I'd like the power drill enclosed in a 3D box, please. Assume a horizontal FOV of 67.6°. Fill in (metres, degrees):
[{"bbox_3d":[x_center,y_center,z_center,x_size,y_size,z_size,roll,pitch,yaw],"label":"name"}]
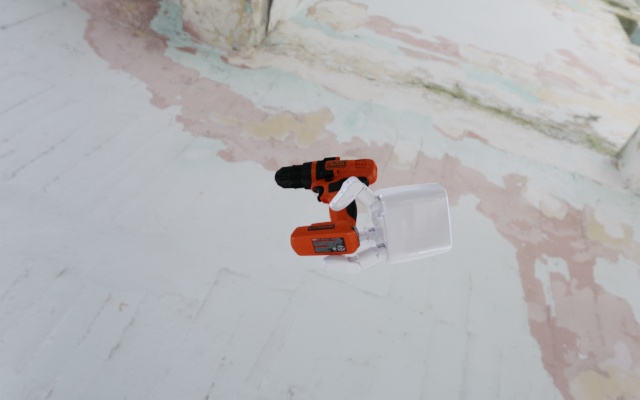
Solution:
[{"bbox_3d":[0.000,0.003,0.793,0.184,0.187,0.057,-5,-43,14],"label":"power drill"}]
